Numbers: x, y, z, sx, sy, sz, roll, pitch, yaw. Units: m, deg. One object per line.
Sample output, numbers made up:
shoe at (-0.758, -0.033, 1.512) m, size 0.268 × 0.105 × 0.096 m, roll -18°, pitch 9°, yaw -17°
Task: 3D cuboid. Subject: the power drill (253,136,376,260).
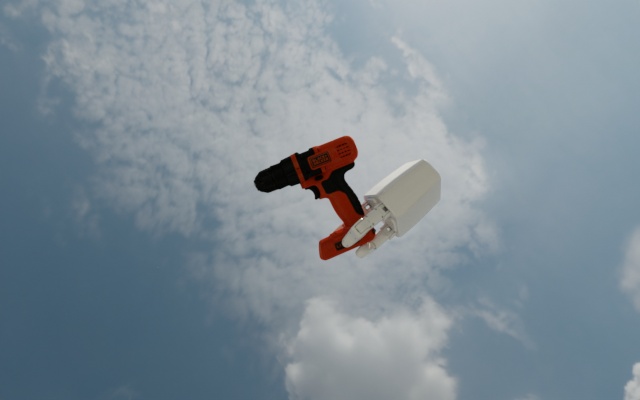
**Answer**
power drill at (0.001, 0.003, 0.815) m, size 0.184 × 0.187 × 0.057 m, roll -22°, pitch 7°, yaw 1°
